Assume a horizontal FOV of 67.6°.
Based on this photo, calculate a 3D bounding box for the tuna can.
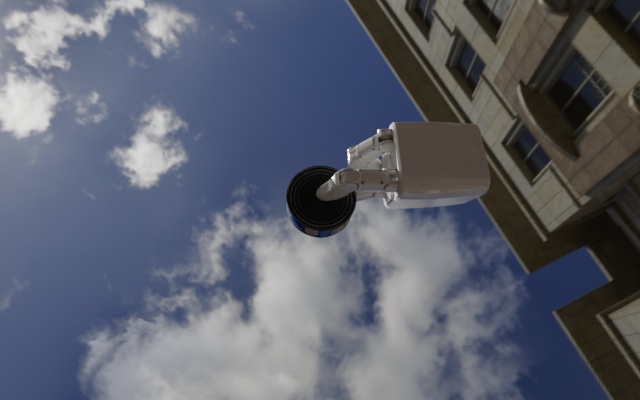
[{"bbox_3d":[0.000,0.002,0.594,0.086,0.086,0.034,0,-23,-5],"label":"tuna can"}]
